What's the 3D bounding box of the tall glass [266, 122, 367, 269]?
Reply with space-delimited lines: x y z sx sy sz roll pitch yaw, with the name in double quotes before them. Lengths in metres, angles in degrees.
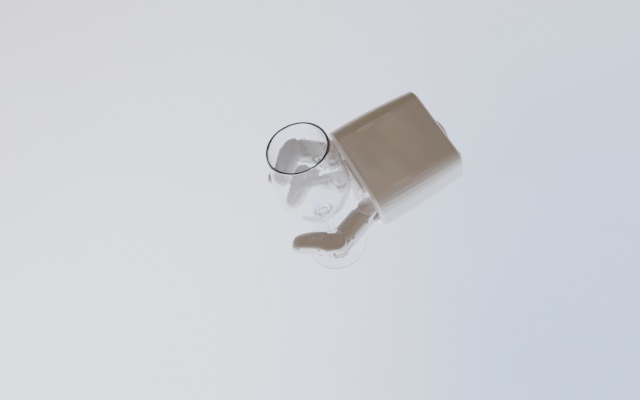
"tall glass" 0.000 0.002 0.526 0.079 0.079 0.201 0 -31 15
